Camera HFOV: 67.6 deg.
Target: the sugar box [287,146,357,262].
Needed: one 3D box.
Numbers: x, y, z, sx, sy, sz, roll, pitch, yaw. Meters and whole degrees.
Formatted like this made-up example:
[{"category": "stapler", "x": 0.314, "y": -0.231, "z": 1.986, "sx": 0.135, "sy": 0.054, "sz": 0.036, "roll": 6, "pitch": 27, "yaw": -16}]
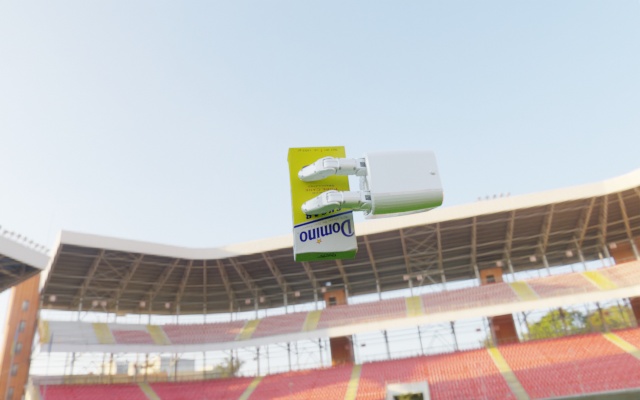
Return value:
[{"category": "sugar box", "x": 0.000, "y": 0.002, "z": 0.732, "sx": 0.093, "sy": 0.176, "sz": 0.048, "roll": -3, "pitch": -26, "yaw": -7}]
